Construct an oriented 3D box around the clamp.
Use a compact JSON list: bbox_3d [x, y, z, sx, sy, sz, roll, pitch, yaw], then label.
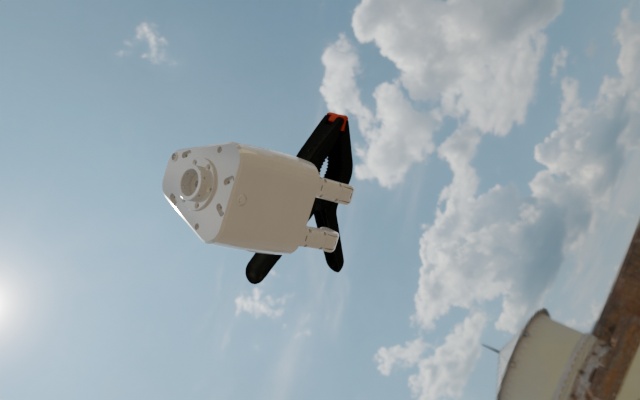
[{"bbox_3d":[0.000,0.001,0.577,0.036,0.210,0.164,21,5,36],"label":"clamp"}]
